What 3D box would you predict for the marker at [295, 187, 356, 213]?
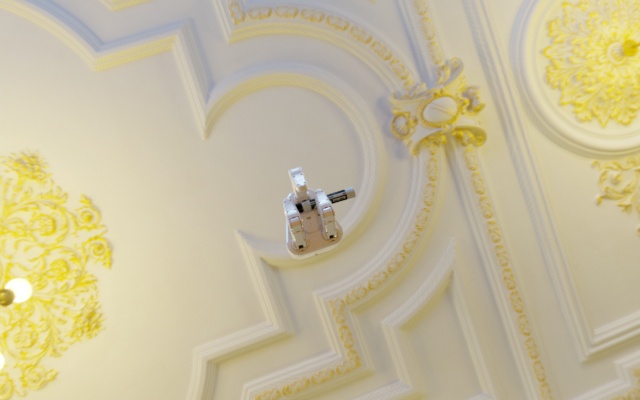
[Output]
[{"bbox_3d":[0.000,0.003,0.810,0.121,0.020,0.020,-17,2,-7],"label":"marker"}]
